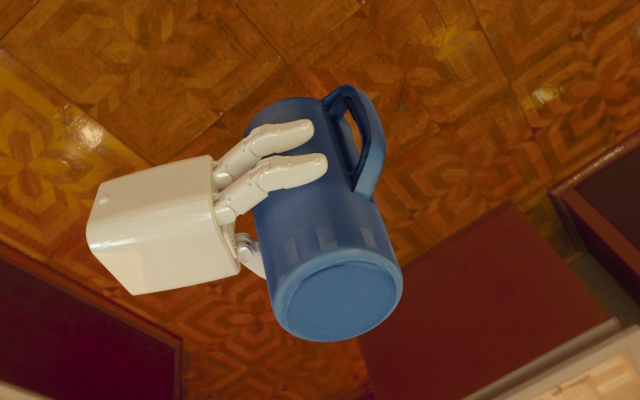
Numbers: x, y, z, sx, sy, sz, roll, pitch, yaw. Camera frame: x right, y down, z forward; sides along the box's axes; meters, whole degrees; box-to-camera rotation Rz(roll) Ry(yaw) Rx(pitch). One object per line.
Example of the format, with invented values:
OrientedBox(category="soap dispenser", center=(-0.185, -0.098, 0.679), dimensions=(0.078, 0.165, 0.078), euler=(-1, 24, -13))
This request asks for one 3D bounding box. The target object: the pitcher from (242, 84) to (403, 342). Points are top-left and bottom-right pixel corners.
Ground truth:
OrientedBox(category="pitcher", center=(0.000, 0.002, 0.463), dimensions=(0.145, 0.149, 0.242), euler=(-13, 39, -3))
